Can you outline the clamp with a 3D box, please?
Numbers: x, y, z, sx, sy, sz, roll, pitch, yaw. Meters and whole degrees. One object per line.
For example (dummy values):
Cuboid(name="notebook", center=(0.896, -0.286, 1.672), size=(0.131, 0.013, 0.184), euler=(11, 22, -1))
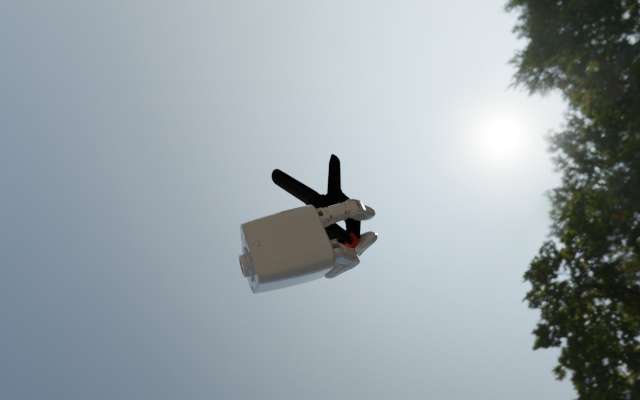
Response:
Cuboid(name="clamp", center=(0.000, 0.003, 0.725), size=(0.120, 0.171, 0.039), euler=(-13, -33, -17))
